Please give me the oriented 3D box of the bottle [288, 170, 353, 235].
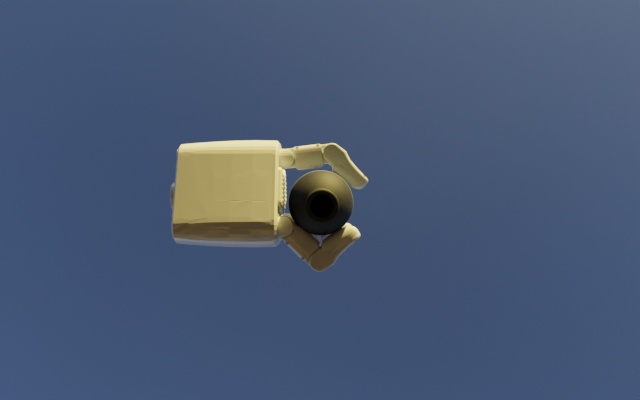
[{"bbox_3d":[0.000,0.002,0.523,0.069,0.069,0.295,0,1,0],"label":"bottle"}]
